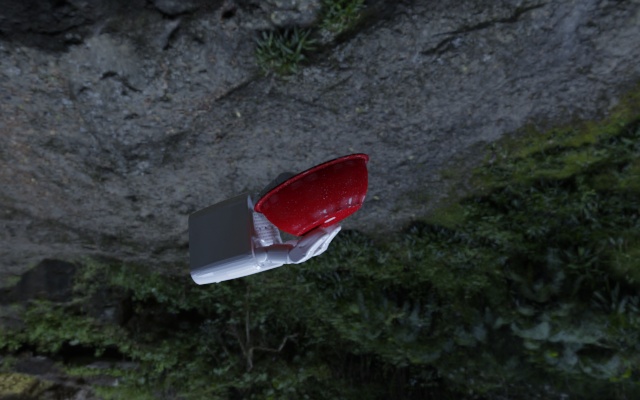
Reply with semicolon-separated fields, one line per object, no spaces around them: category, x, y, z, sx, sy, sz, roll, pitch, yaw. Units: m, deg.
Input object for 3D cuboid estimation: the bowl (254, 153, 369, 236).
bowl;0.001;0.002;0.606;0.162;0.055;0.162;-25;-10;-5
